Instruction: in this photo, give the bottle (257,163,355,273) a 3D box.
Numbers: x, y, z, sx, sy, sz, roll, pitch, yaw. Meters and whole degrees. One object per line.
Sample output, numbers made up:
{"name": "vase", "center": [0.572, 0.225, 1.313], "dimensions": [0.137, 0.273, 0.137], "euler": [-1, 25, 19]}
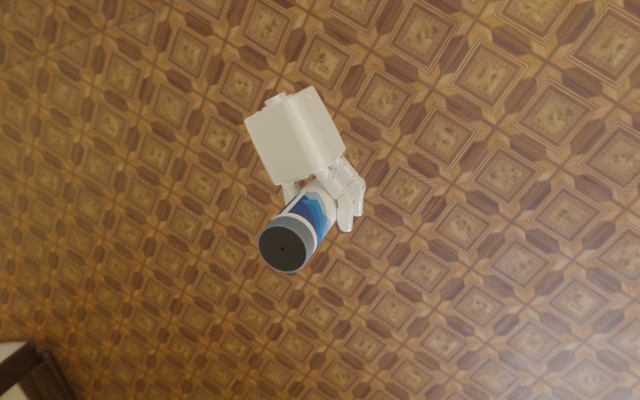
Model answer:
{"name": "bottle", "center": [0.000, 0.002, 0.703], "dimensions": [0.069, 0.069, 0.295], "euler": [0, 23, 20]}
